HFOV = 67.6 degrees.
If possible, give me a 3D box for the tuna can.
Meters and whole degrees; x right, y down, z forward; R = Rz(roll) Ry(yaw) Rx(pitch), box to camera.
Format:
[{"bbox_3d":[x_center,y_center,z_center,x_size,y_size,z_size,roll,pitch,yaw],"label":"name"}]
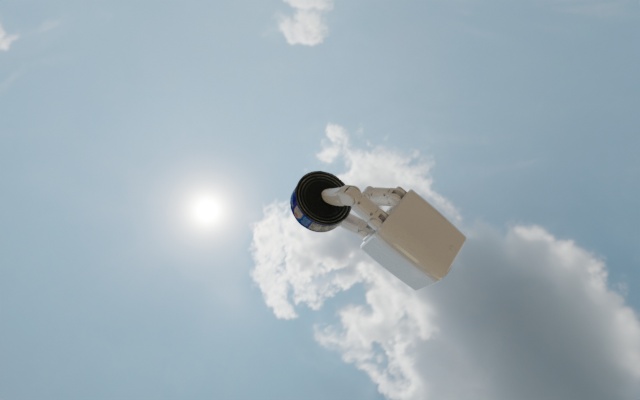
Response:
[{"bbox_3d":[0.000,0.002,0.691,0.086,0.086,0.034,0,-26,-22],"label":"tuna can"}]
